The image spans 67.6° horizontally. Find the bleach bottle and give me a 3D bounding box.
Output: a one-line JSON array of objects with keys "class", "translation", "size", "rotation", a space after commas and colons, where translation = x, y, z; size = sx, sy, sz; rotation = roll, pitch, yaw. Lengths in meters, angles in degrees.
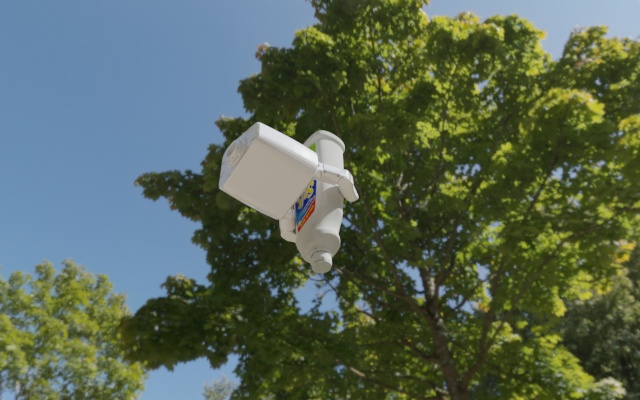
[{"class": "bleach bottle", "translation": [0.000, 0.003, 0.768], "size": [0.068, 0.250, 0.103], "rotation": [27, -53, -28]}]
